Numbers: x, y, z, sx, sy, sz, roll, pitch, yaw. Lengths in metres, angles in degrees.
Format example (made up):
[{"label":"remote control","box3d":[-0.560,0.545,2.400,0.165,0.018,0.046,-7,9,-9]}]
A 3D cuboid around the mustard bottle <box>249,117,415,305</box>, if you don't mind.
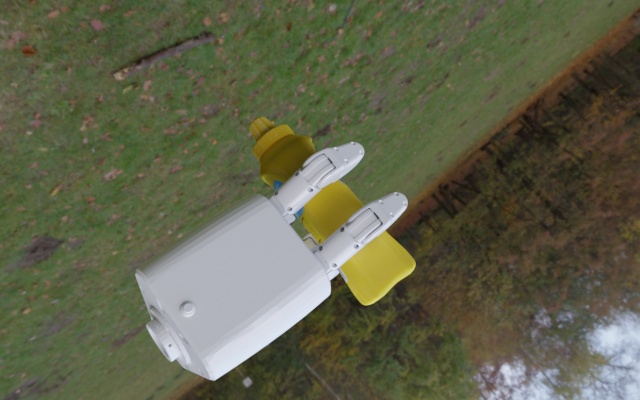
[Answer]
[{"label":"mustard bottle","box3d":[0.000,0.001,0.424,0.058,0.191,0.096,-39,-10,-5]}]
